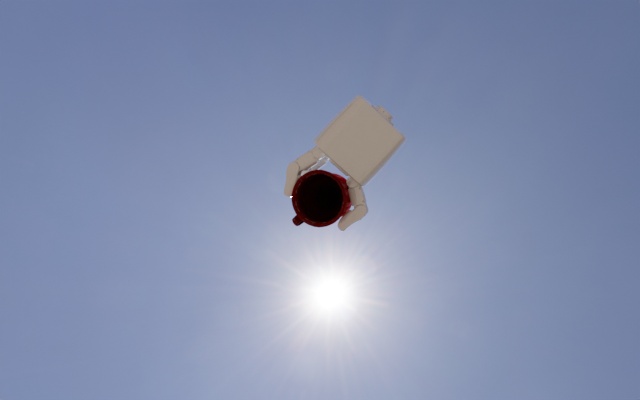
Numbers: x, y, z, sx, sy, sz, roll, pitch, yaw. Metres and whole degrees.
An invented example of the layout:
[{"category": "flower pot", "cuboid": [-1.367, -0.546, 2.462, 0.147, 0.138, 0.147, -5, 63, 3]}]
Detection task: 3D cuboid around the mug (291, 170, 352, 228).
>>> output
[{"category": "mug", "cuboid": [-0.001, 0.004, 0.808, 0.117, 0.093, 0.081, -45, -9, 15]}]
